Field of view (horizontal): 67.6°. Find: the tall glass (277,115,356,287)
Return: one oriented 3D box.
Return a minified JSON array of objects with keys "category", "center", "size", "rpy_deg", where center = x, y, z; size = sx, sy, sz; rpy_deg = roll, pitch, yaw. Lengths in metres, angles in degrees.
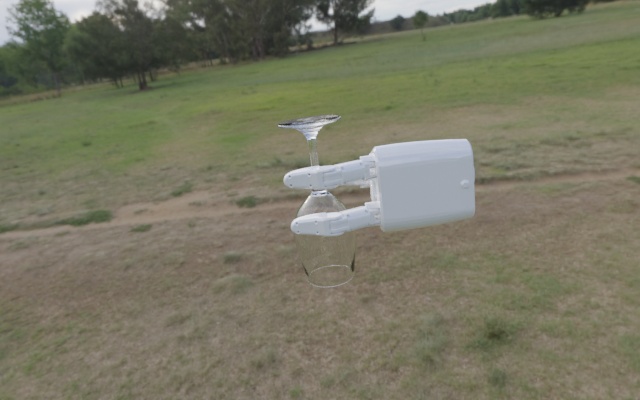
[{"category":"tall glass","center":[0.000,0.001,0.581],"size":[0.079,0.201,0.079],"rpy_deg":[-7,17,2]}]
